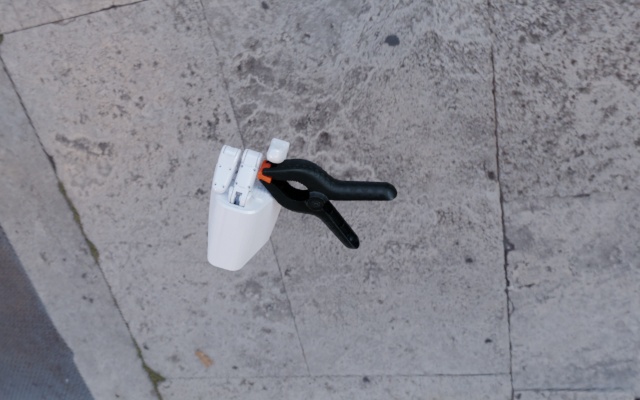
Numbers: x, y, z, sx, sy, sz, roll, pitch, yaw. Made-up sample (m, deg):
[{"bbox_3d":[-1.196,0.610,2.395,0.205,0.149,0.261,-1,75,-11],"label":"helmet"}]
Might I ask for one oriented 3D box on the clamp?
[{"bbox_3d":[0.000,0.002,0.614,0.171,0.120,0.039,19,36,1],"label":"clamp"}]
